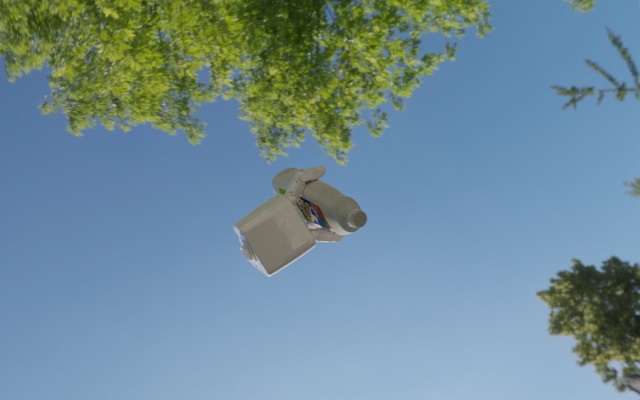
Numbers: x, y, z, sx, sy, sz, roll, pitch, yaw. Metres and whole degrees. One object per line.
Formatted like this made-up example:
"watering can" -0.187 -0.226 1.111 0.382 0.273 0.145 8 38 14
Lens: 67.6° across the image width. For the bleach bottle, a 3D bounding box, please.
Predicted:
"bleach bottle" 0.000 0.003 0.888 0.068 0.103 0.251 -33 24 -21
